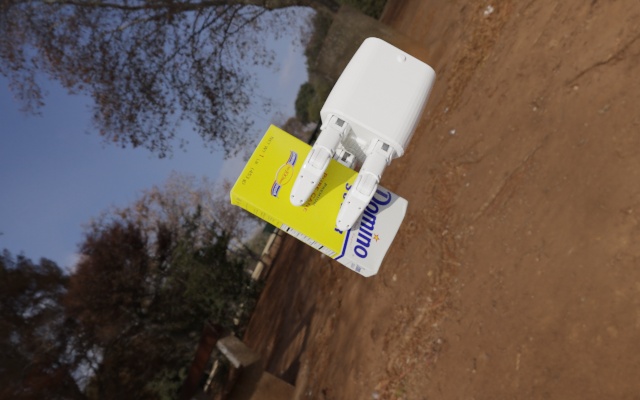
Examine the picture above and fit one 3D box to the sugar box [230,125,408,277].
[{"bbox_3d":[0.000,0.001,0.524,0.176,0.093,0.048,28,-17,-1],"label":"sugar box"}]
